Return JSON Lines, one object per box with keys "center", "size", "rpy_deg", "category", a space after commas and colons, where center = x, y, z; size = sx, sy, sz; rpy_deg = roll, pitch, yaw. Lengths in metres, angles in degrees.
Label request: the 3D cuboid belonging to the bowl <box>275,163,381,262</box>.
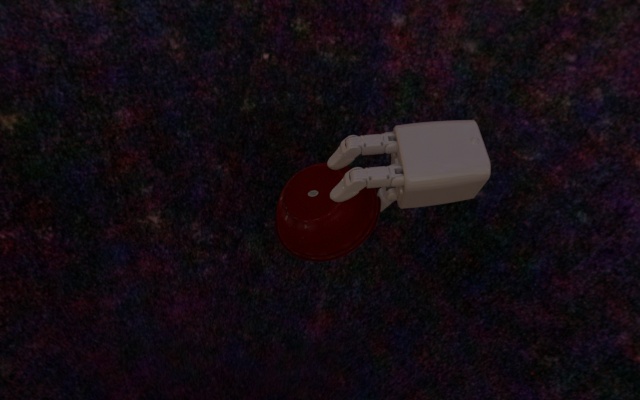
{"center": [-0.001, 0.003, 0.668], "size": [0.162, 0.162, 0.055], "rpy_deg": [0, -32, 23], "category": "bowl"}
